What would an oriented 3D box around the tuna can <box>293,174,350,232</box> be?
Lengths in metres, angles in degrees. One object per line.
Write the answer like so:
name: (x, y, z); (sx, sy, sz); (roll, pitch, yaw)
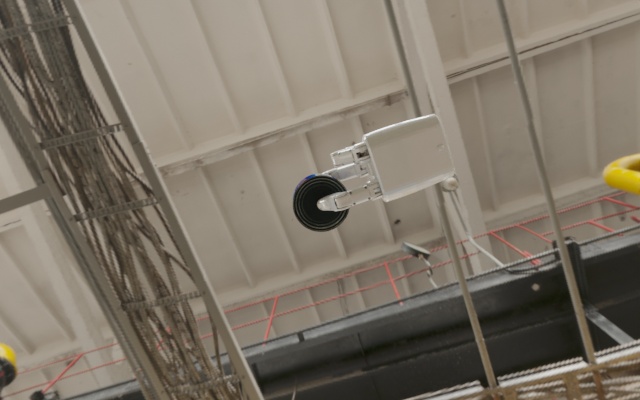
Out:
tuna can: (0.000, 0.002, 0.723); (0.086, 0.086, 0.033); (0, 10, -5)
